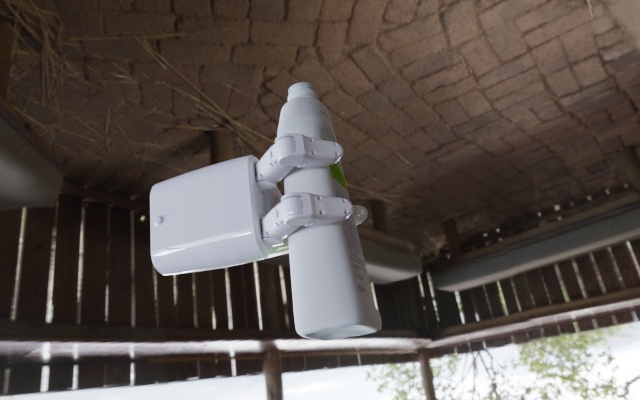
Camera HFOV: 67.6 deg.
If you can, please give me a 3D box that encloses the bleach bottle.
[{"bbox_3d":[0.000,0.002,0.464,0.068,0.250,0.103,-14,-22,12],"label":"bleach bottle"}]
